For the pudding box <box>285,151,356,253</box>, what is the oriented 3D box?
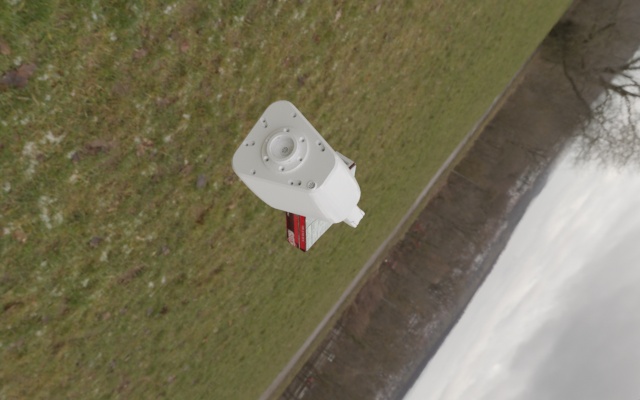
[{"bbox_3d":[0.000,0.002,0.639,0.039,0.090,0.113,33,56,22],"label":"pudding box"}]
